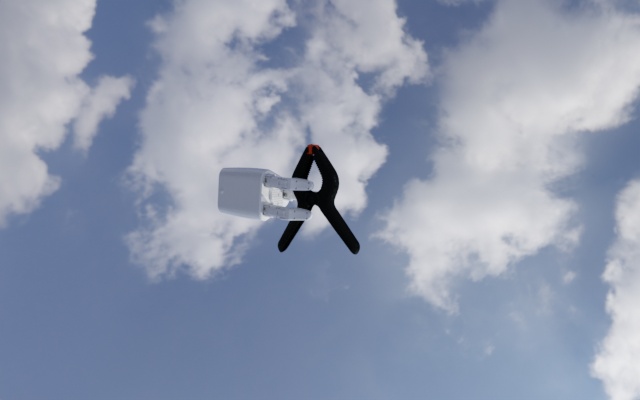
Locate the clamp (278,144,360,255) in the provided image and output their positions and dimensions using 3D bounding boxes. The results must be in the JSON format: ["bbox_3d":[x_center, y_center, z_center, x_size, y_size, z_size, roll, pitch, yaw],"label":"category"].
[{"bbox_3d":[0.000,0.002,0.881,0.164,0.210,0.036,6,6,23],"label":"clamp"}]
